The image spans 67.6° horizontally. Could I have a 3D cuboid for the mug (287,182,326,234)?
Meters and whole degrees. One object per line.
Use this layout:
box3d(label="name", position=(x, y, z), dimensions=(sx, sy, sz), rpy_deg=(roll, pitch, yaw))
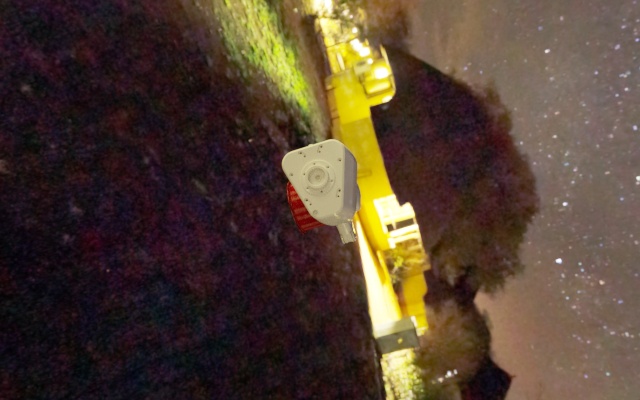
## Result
box3d(label="mug", position=(0.001, 0.003, 0.816), dimensions=(0.081, 0.093, 0.117), rpy_deg=(-16, -7, 10))
